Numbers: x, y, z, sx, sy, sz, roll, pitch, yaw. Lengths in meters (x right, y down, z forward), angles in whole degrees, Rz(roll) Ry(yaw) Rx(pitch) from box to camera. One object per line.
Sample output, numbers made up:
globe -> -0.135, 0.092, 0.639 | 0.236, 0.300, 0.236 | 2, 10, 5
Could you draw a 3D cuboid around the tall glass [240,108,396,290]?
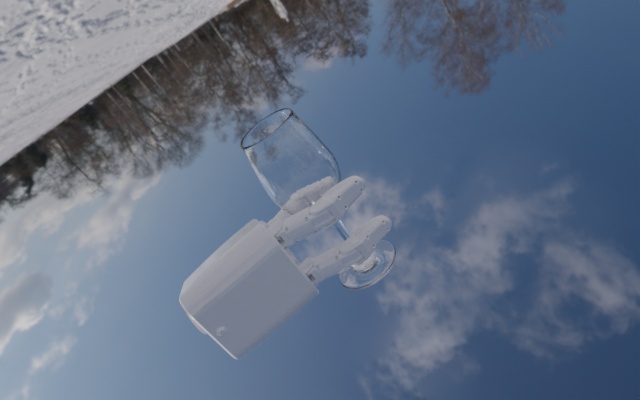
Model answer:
tall glass -> 0.001, 0.002, 0.503 | 0.079, 0.201, 0.079 | -28, 27, 16
